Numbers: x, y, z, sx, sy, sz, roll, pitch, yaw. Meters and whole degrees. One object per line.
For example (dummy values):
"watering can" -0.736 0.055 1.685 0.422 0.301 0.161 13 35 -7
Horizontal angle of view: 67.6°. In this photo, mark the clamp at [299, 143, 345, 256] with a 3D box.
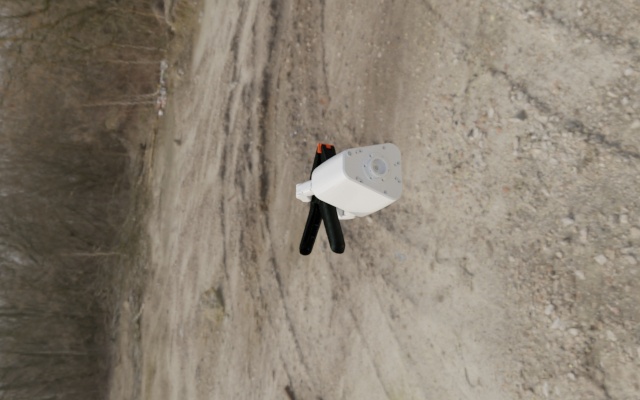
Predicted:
"clamp" -0.001 0.002 0.865 0.036 0.210 0.164 7 -17 -24
